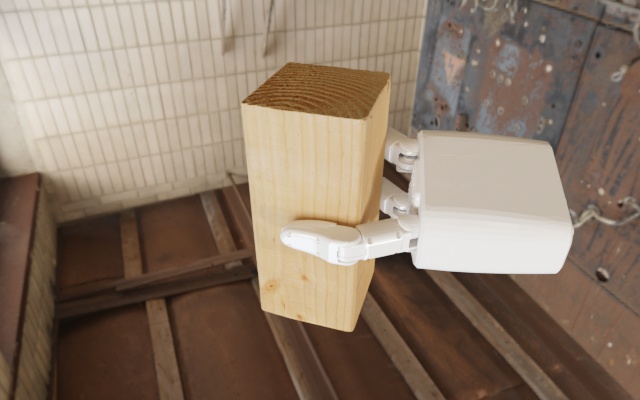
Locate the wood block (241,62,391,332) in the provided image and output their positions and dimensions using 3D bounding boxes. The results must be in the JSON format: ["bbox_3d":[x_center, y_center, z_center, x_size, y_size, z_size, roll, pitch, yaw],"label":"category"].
[{"bbox_3d":[0.000,0.002,0.405,0.090,0.206,0.090,11,36,15],"label":"wood block"}]
